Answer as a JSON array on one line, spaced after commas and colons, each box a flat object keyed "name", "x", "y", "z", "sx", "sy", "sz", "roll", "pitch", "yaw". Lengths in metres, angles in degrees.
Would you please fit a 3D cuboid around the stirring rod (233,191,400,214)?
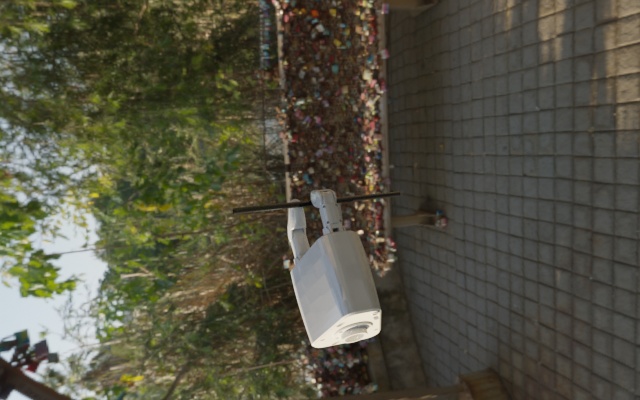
[{"name": "stirring rod", "x": 0.000, "y": 0.002, "z": 0.660, "sx": 0.239, "sy": 0.011, "sz": 0.011, "roll": -6, "pitch": 2, "yaw": -17}]
